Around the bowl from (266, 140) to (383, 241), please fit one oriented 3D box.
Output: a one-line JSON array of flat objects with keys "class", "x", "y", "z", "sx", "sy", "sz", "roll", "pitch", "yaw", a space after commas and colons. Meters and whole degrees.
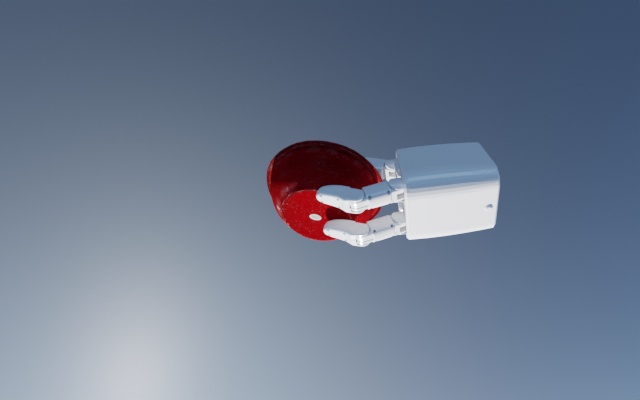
[{"class": "bowl", "x": -0.001, "y": 0.003, "z": 0.623, "sx": 0.162, "sy": 0.162, "sz": 0.055, "roll": 0, "pitch": 43, "yaw": 17}]
